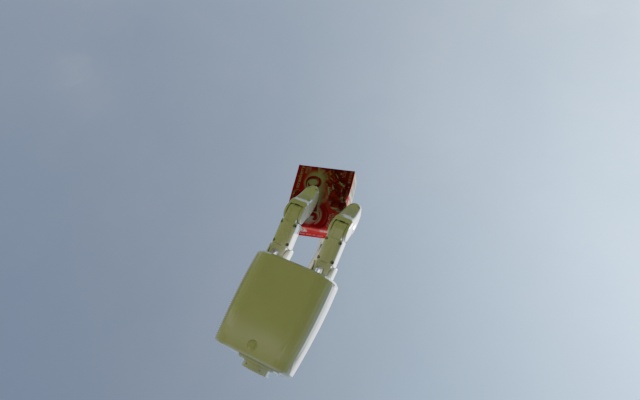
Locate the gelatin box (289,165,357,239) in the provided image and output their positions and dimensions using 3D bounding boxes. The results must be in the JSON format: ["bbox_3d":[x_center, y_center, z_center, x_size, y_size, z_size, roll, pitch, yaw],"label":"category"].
[{"bbox_3d":[0.000,0.002,0.586,0.073,0.089,0.030,8,-30,13],"label":"gelatin box"}]
